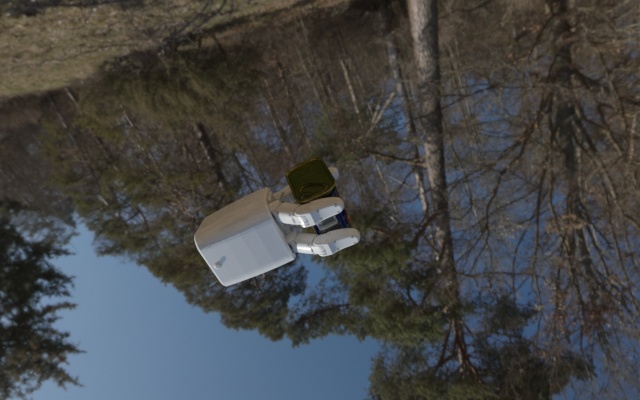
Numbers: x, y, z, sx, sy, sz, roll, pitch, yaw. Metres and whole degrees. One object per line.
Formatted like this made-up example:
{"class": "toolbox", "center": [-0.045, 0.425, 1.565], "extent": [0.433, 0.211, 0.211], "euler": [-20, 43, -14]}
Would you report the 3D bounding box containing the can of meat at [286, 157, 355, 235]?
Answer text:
{"class": "can of meat", "center": [0.000, 0.002, 0.651], "extent": [0.057, 0.084, 0.102], "euler": [-26, 31, -1]}
